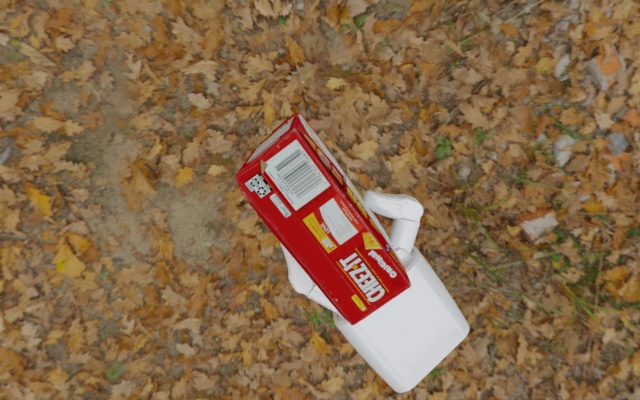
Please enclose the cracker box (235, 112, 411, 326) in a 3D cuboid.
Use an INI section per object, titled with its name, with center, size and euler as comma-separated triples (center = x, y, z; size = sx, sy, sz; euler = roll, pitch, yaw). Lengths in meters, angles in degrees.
[cracker box]
center = 0.000, 0.002, 0.481
size = 0.072, 0.164, 0.213
euler = -36, 12, 7
